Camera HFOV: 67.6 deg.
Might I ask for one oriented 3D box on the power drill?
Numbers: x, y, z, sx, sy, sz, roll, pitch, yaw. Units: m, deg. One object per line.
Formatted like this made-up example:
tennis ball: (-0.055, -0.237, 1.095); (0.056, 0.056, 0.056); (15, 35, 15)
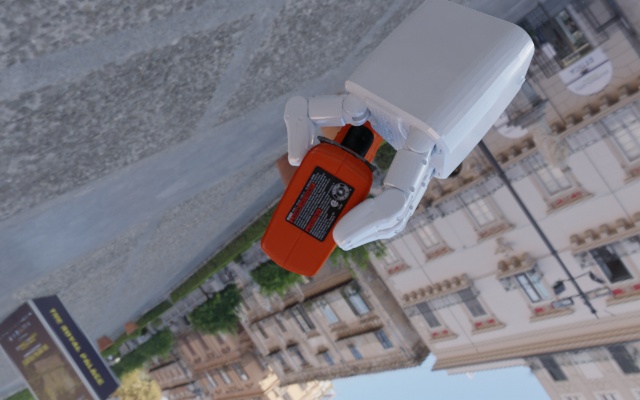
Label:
power drill: (0.000, 0.001, 0.455); (0.057, 0.184, 0.187); (28, 16, 0)
